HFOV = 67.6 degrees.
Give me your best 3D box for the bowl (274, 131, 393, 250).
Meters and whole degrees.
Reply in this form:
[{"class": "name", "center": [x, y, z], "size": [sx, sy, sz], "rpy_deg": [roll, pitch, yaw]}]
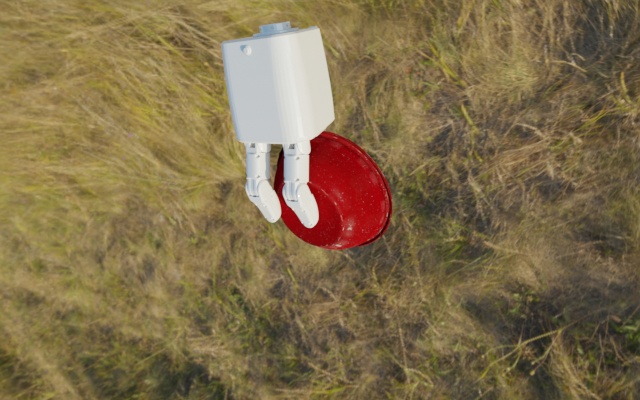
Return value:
[{"class": "bowl", "center": [0.000, 0.003, 0.561], "size": [0.162, 0.162, 0.055], "rpy_deg": [0, 31, 38]}]
